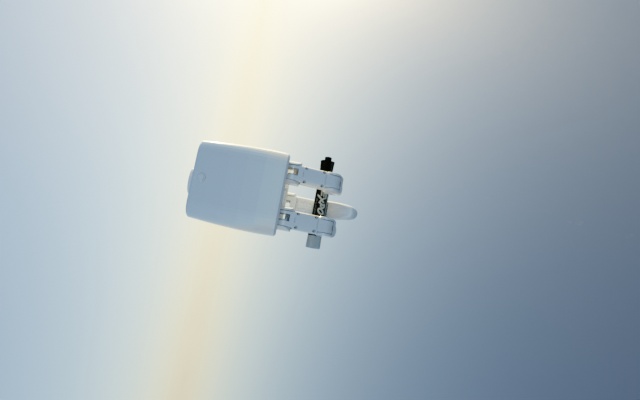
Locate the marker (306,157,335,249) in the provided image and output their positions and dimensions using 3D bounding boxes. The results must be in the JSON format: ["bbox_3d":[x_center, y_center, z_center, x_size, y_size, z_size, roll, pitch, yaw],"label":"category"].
[{"bbox_3d":[0.000,0.002,0.618,0.020,0.121,0.020,10,-9,2],"label":"marker"}]
